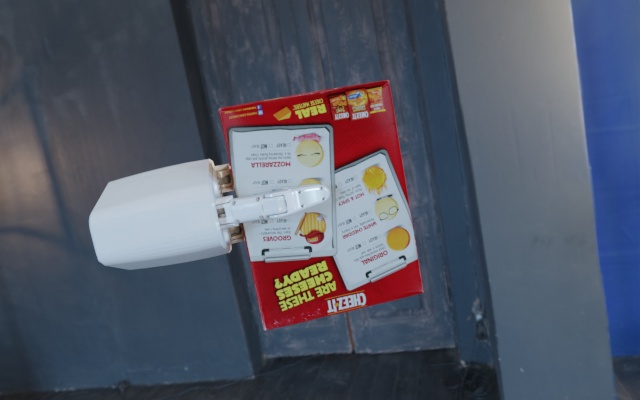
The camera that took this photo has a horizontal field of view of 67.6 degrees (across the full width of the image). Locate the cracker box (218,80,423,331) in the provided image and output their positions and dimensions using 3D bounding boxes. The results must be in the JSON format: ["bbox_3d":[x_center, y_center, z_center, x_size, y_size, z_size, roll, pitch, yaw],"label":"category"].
[{"bbox_3d":[0.000,0.001,0.480,0.164,0.214,0.072,-12,8,-7],"label":"cracker box"}]
